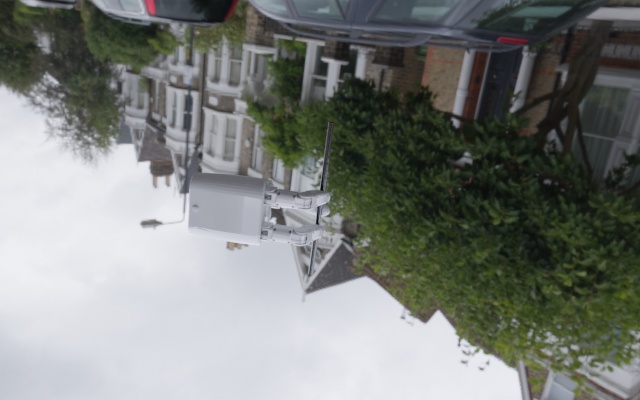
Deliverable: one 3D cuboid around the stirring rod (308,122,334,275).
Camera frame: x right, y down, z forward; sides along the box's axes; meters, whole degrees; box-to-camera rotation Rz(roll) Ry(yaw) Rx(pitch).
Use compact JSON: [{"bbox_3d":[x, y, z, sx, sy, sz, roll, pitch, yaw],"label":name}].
[{"bbox_3d":[0.000,0.002,0.715,0.011,0.240,0.011,7,18,-2],"label":"stirring rod"}]
